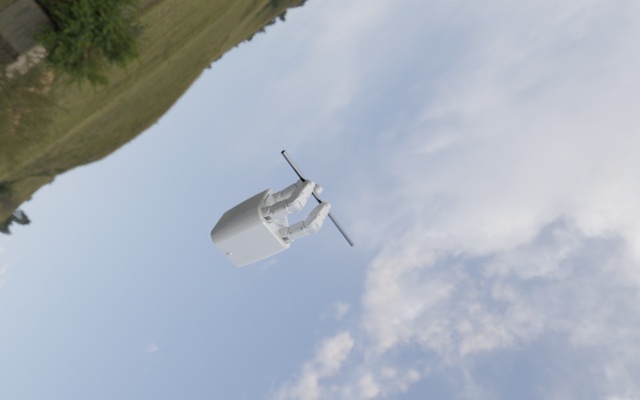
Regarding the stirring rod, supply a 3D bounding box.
[{"bbox_3d":[0.000,0.003,0.828,0.011,0.011,0.240,0,-42,42],"label":"stirring rod"}]
